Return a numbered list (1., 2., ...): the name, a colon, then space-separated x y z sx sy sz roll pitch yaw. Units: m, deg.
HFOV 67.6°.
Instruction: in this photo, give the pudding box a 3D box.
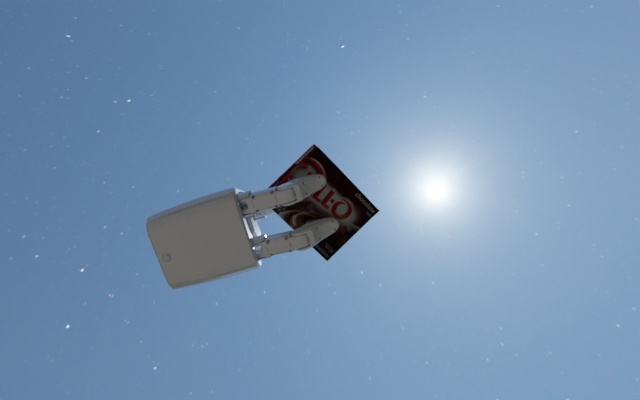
1. pudding box: 0.000 0.002 0.579 0.113 0.090 0.039 44 5 -15
